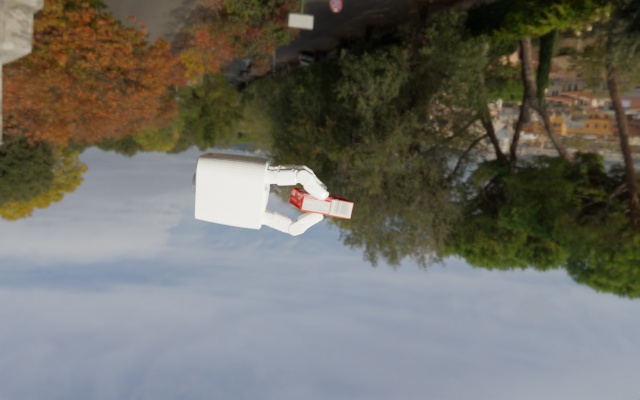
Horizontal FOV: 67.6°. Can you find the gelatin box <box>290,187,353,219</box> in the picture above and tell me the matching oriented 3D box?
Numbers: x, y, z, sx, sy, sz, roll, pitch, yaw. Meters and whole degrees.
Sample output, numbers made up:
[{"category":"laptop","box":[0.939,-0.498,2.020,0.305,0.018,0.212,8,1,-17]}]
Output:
[{"category":"gelatin box","box":[0.000,0.003,0.788,0.089,0.030,0.073,10,7,-18]}]
